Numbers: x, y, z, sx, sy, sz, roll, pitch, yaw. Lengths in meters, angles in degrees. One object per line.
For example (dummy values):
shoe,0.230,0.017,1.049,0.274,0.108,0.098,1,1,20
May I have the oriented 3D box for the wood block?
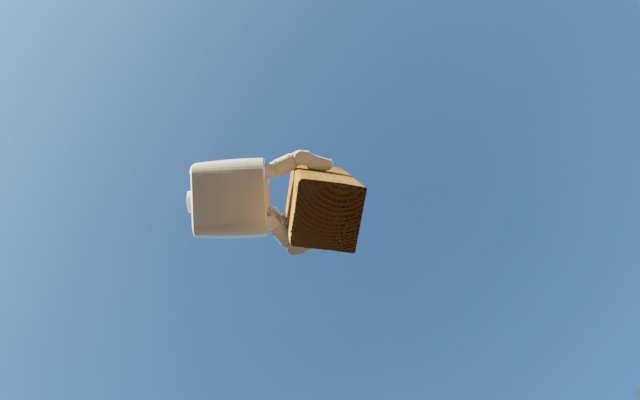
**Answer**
wood block,0.000,0.002,0.707,0.090,0.091,0.206,7,10,-7
